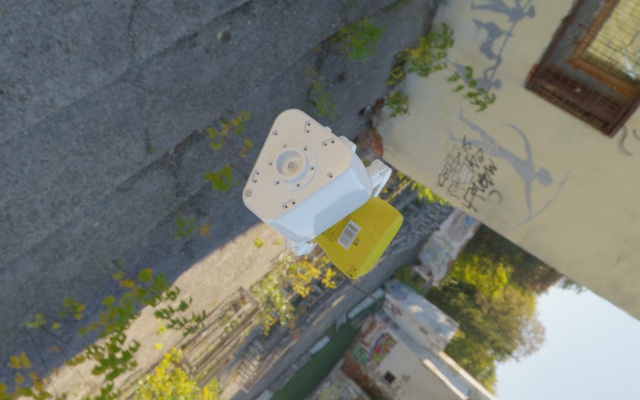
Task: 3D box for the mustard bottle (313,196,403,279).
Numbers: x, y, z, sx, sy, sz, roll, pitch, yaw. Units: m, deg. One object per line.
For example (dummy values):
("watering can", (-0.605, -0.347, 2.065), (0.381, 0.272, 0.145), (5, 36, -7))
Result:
("mustard bottle", (0.000, 0.002, 0.590), (0.191, 0.096, 0.058), (39, 23, 19))
